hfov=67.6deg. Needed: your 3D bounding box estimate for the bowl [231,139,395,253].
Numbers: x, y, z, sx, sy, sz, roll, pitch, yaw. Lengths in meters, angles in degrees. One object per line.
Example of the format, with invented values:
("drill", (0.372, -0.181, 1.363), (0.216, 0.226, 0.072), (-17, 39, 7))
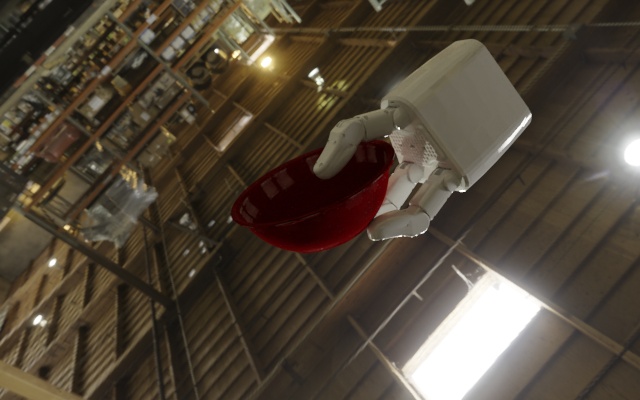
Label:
("bowl", (-0.001, 0.002, 0.451), (0.162, 0.055, 0.162), (-19, 22, 8))
